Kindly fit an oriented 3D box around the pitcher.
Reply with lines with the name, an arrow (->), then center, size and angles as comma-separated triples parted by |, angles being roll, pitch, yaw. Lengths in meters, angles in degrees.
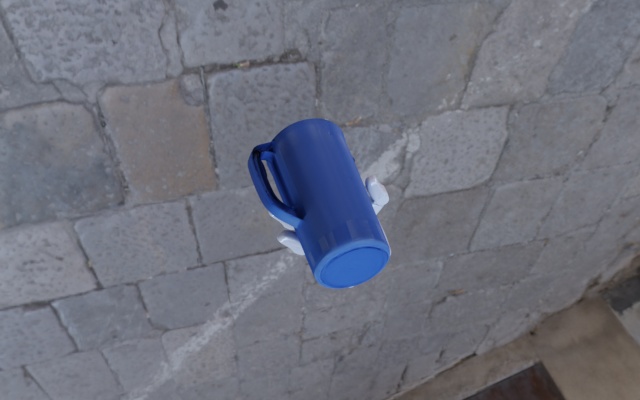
pitcher -> 0.000, 0.002, 0.698 | 0.149, 0.242, 0.145 | -26, -39, 5
